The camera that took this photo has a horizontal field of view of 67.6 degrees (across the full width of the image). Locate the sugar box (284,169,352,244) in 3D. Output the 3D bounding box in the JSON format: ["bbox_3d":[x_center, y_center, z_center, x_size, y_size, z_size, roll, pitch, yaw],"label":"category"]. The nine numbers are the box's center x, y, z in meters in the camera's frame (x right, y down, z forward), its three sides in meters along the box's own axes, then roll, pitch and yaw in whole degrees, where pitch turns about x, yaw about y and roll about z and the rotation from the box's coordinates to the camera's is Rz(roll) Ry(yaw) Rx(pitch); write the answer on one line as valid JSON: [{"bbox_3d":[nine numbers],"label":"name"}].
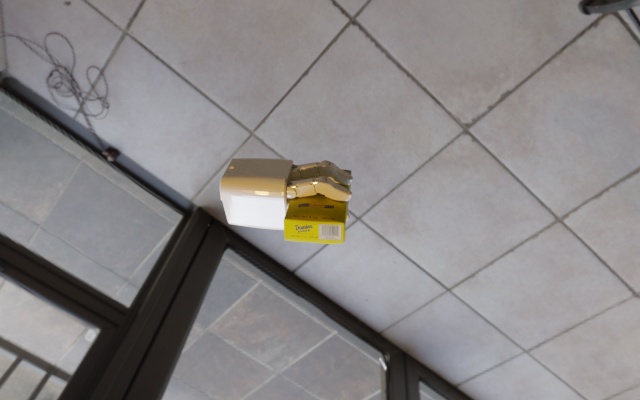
[{"bbox_3d":[0.000,0.002,0.781,0.093,0.048,0.176,4,33,4],"label":"sugar box"}]
